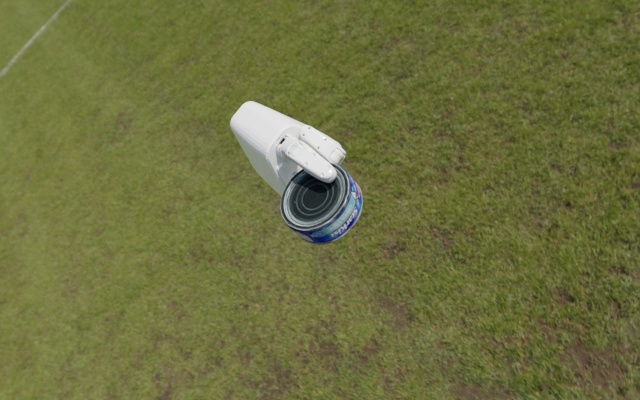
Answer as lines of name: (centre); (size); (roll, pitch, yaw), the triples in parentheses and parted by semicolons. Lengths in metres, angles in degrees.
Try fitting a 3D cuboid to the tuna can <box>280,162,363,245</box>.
tuna can: (0.000, 0.001, 0.512); (0.086, 0.086, 0.034); (0, -28, 31)
